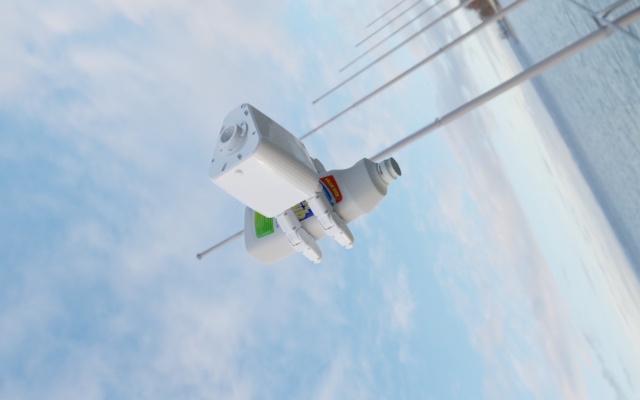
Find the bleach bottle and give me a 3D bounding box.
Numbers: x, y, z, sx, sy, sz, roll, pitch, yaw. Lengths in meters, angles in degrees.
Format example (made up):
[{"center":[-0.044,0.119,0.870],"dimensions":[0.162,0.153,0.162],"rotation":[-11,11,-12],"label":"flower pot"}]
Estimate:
[{"center":[0.000,0.002,0.685],"dimensions":[0.251,0.102,0.068],"rotation":[-29,-43,27],"label":"bleach bottle"}]
